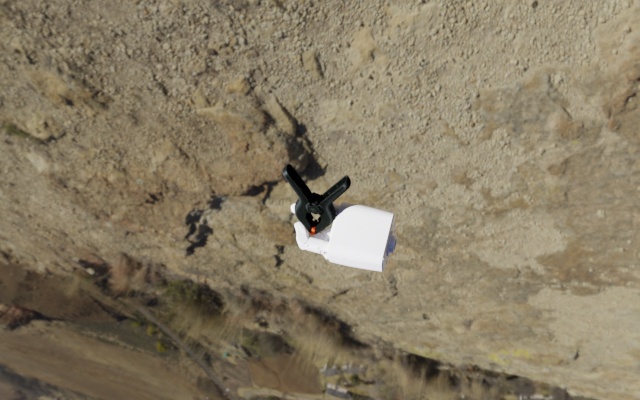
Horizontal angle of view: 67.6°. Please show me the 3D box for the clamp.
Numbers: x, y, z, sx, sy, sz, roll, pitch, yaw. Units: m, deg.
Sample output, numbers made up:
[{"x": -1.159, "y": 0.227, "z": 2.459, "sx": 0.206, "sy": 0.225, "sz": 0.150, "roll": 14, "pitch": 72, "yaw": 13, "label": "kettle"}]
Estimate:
[{"x": 0.000, "y": 0.003, "z": 0.878, "sx": 0.120, "sy": 0.039, "sz": 0.172, "roll": 11, "pitch": -37, "yaw": 17, "label": "clamp"}]
